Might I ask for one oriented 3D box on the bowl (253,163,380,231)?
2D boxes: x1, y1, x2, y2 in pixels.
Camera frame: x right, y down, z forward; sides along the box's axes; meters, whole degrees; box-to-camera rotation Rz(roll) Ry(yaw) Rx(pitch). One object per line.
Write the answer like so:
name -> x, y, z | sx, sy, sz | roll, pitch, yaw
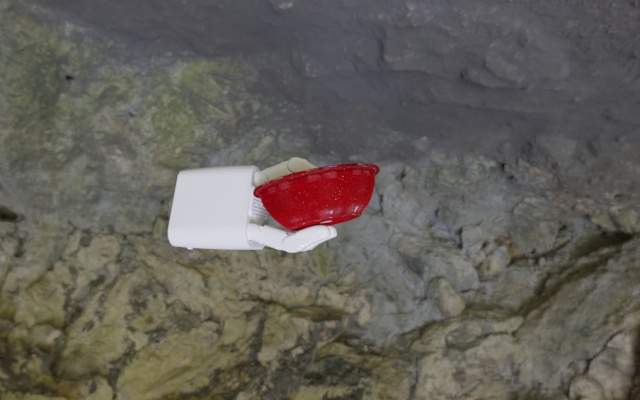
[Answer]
bowl -> 0.001, 0.002, 0.594 | 0.162, 0.055, 0.162 | -11, -9, -2
